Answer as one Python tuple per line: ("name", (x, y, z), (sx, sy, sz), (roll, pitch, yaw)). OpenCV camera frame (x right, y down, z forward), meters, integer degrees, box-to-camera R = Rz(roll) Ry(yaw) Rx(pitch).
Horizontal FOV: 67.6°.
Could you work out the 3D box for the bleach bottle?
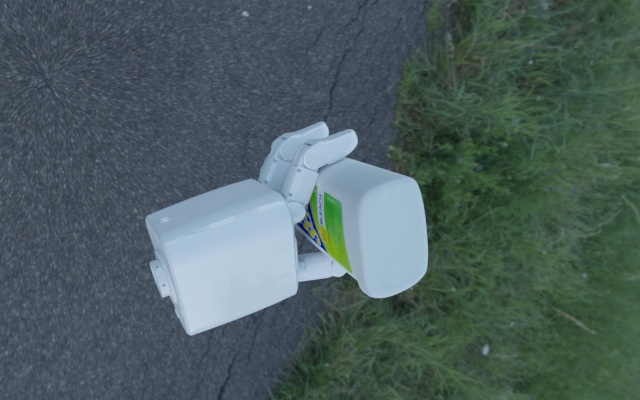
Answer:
("bleach bottle", (0.000, 0.001, 0.482), (0.068, 0.103, 0.250), (-18, 21, -25))
